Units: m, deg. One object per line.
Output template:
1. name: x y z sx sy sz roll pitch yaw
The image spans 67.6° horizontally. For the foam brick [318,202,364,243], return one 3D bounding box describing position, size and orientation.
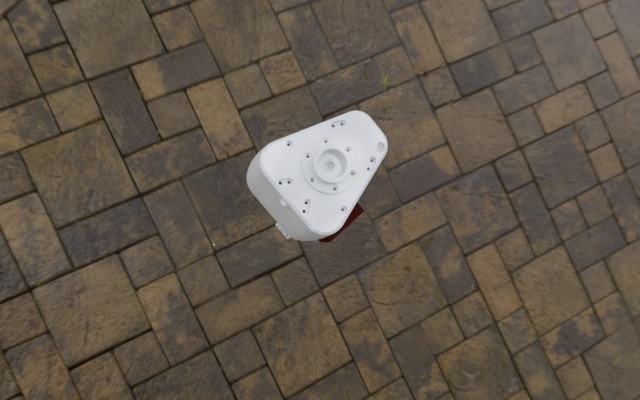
1. foam brick: 0.000 0.002 0.529 0.053 0.078 0.051 -41 5 -13
